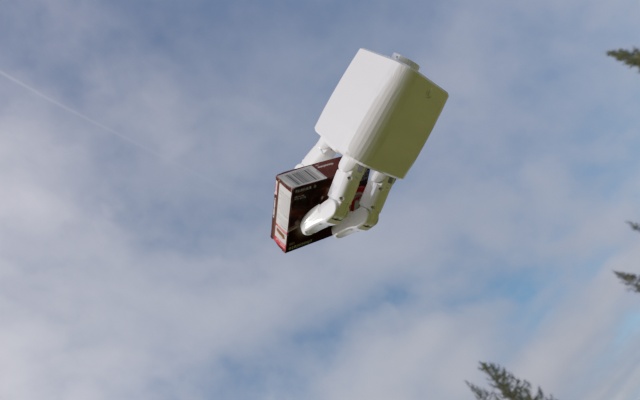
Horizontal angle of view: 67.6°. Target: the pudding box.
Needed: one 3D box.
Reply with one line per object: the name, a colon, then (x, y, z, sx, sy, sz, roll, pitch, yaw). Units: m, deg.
pudding box: (0.000, 0.002, 0.552, 0.113, 0.090, 0.039, -16, 41, -31)
